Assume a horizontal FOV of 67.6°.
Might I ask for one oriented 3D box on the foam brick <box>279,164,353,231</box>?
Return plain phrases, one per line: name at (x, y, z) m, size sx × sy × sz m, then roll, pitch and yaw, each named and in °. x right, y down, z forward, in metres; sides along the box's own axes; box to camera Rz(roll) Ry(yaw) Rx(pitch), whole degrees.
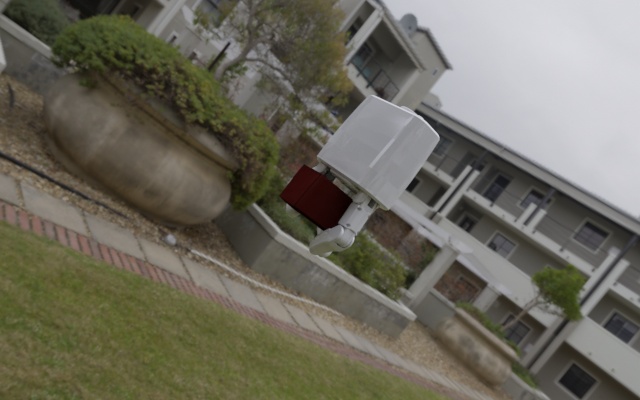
foam brick at (0.000, 0.002, 0.575) m, size 0.078 × 0.051 × 0.053 m, roll 38°, pitch -1°, yaw -30°
